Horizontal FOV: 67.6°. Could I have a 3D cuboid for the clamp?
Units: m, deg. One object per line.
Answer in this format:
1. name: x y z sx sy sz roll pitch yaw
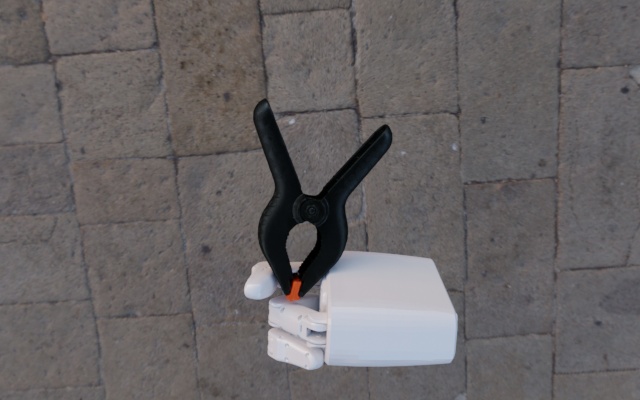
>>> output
1. clamp: 0.000 0.002 0.415 0.120 0.171 0.039 2 11 -4
